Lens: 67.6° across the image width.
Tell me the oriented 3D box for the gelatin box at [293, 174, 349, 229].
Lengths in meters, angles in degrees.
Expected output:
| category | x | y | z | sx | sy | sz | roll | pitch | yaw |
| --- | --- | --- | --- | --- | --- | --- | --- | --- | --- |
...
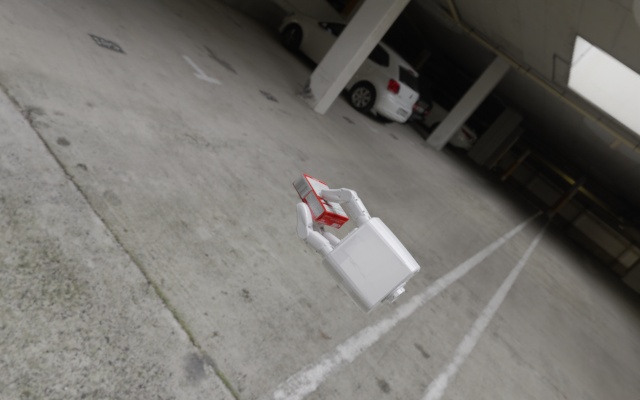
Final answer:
| category | x | y | z | sx | sy | sz | roll | pitch | yaw |
| --- | --- | --- | --- | --- | --- | --- | --- | --- | --- |
| gelatin box | 0.000 | 0.002 | 0.812 | 0.030 | 0.089 | 0.073 | -42 | -31 | 18 |
